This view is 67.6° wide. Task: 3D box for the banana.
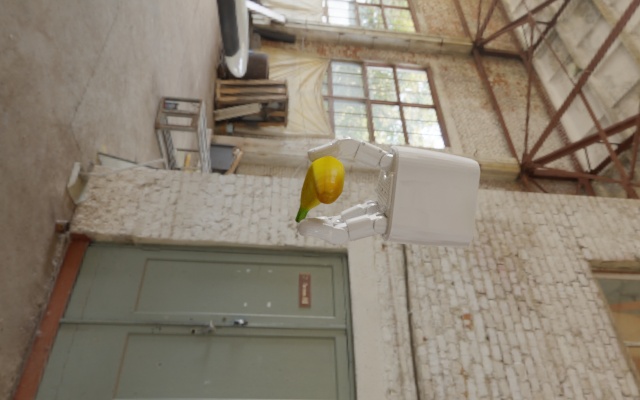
[{"bbox_3d":[0.002,-0.016,0.535,0.037,0.069,0.198,10,-10,-6],"label":"banana"}]
